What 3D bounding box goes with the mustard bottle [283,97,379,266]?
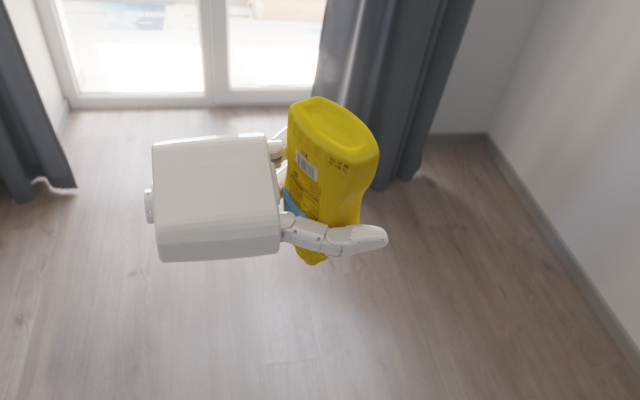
[{"bbox_3d":[0.000,0.001,0.473,0.058,0.192,0.096,-26,55,-30],"label":"mustard bottle"}]
